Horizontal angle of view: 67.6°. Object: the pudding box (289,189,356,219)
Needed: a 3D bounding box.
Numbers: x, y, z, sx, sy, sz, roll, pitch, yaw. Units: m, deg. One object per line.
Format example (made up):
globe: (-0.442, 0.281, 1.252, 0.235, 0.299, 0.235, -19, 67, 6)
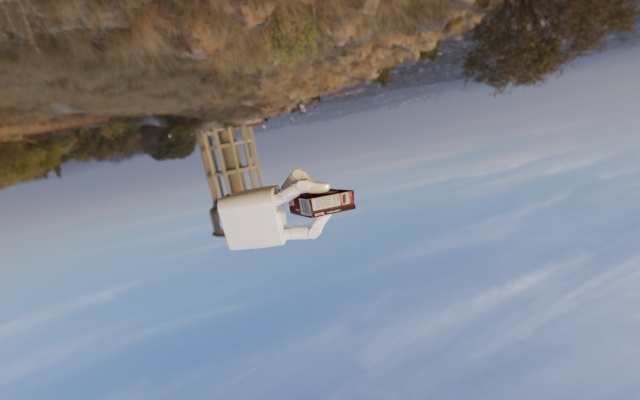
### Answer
pudding box: (0.000, 0.003, 0.880, 0.090, 0.039, 0.113, -12, 10, -22)
